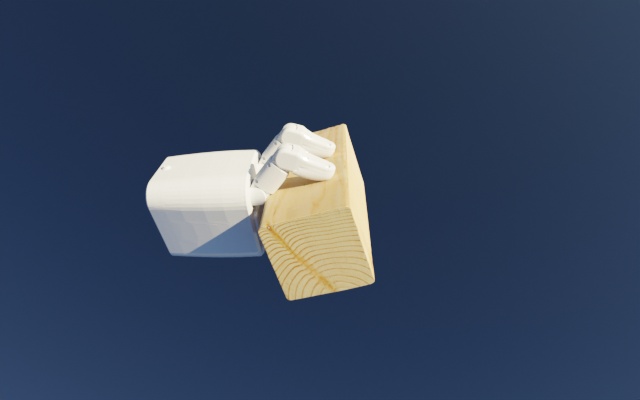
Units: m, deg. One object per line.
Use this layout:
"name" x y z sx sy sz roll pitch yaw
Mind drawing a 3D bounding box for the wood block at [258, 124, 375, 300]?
"wood block" 0.000 0.002 0.529 0.090 0.091 0.206 -14 28 10
